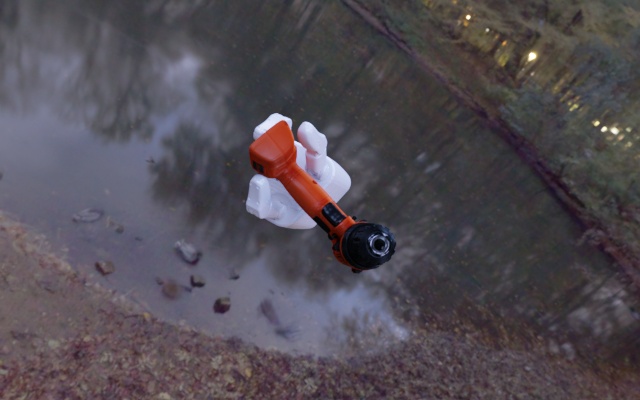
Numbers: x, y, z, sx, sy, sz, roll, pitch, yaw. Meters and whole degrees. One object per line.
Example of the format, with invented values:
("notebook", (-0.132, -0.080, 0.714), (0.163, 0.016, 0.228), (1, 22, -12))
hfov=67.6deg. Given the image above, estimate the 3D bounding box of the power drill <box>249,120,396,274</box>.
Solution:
("power drill", (0.000, 0.001, 0.533), (0.057, 0.187, 0.184), (-40, -2, -11))
